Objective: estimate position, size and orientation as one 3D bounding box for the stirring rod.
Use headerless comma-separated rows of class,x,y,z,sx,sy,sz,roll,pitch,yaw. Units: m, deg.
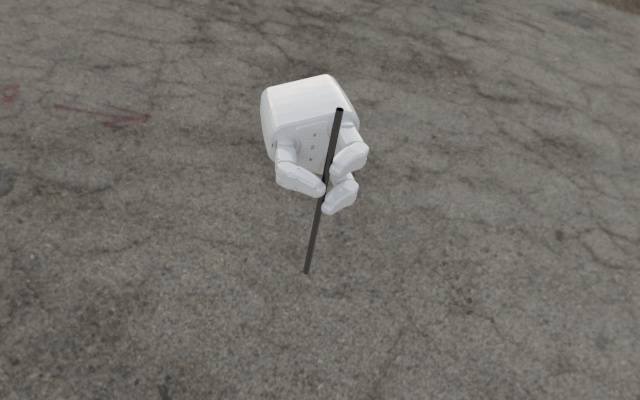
stirring rod,0.000,0.002,0.543,0.011,0.240,0.011,7,40,-6
